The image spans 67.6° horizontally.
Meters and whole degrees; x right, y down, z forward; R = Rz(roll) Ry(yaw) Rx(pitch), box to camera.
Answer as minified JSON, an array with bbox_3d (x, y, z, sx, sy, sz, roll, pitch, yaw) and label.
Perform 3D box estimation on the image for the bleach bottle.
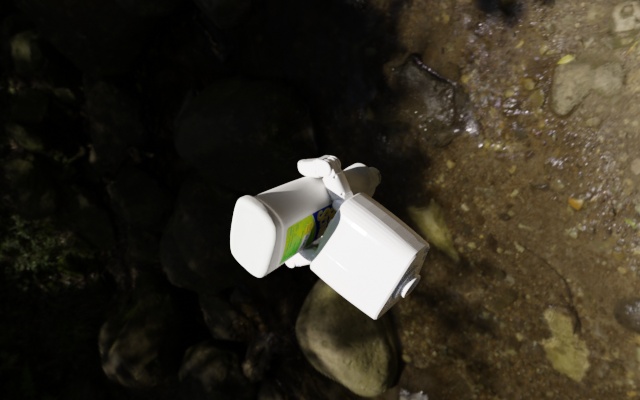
[{"bbox_3d":[0.000,0.002,0.625,0.068,0.103,0.250,38,43,23],"label":"bleach bottle"}]
